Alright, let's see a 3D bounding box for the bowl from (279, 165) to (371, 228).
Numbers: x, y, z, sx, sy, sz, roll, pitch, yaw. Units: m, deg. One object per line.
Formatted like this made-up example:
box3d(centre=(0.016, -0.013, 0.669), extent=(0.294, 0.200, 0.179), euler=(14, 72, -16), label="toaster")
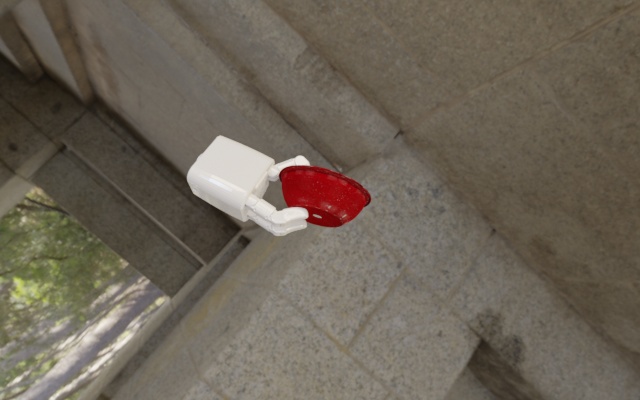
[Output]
box3d(centre=(0.001, 0.003, 0.794), extent=(0.162, 0.055, 0.162), euler=(14, -20, 5), label="bowl")
